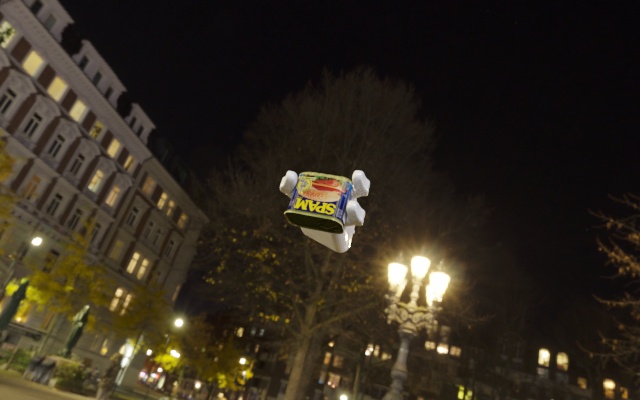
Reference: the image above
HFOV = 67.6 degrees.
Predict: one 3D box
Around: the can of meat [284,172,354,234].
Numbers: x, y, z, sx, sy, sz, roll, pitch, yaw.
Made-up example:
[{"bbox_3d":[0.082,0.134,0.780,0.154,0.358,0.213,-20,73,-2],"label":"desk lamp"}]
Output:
[{"bbox_3d":[0.000,0.002,0.815,0.102,0.084,0.057,10,-26,16],"label":"can of meat"}]
